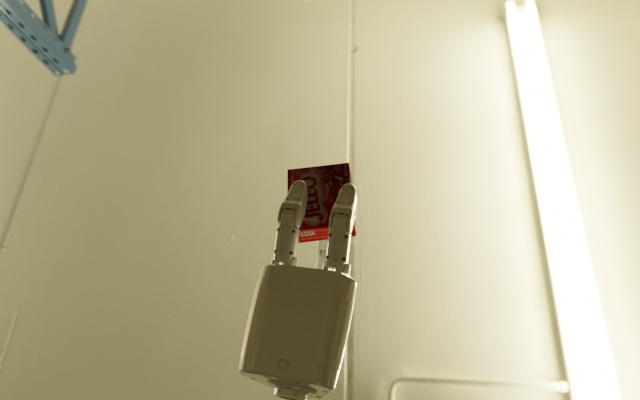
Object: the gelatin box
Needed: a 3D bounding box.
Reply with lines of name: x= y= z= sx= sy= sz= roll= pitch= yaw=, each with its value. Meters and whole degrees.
gelatin box: x=0.000 y=0.002 z=0.539 sx=0.073 sy=0.089 sz=0.030 roll=-6 pitch=-36 yaw=6
